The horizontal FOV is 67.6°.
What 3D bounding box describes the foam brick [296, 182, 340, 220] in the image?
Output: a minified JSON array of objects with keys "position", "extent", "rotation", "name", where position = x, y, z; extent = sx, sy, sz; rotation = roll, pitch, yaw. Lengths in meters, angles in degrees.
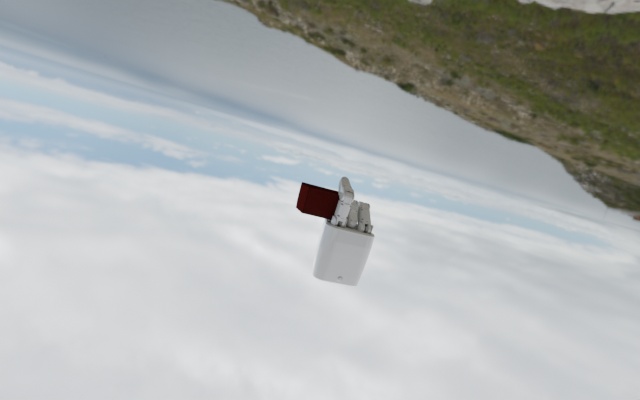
[{"position":[0.000,0.003,0.894],"extent":[0.078,0.051,0.053],"rotation":[14,8,-19],"name":"foam brick"}]
